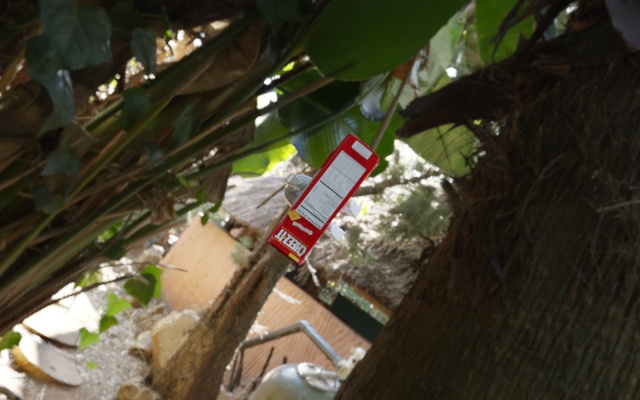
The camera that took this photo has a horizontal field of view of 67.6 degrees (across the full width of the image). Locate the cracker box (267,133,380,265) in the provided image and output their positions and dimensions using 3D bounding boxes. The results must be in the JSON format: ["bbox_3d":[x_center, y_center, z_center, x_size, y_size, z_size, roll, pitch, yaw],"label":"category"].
[{"bbox_3d":[0.000,0.002,0.805,0.072,0.213,0.164,37,-6,-2],"label":"cracker box"}]
